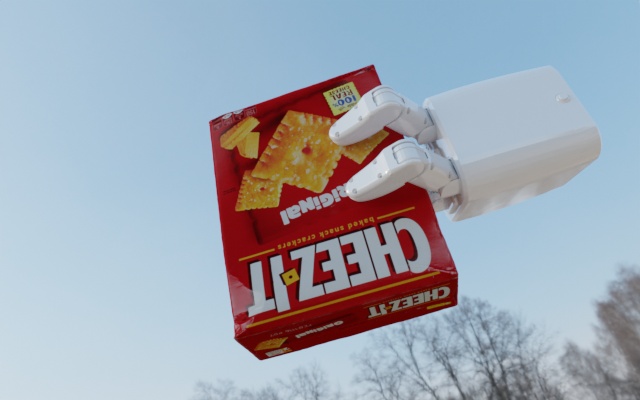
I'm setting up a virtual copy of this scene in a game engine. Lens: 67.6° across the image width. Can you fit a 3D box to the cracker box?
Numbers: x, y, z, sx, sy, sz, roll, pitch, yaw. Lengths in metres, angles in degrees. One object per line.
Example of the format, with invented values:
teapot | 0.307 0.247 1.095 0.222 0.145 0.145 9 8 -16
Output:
cracker box | 0.000 0.001 0.401 0.164 0.213 0.072 -17 -33 4
